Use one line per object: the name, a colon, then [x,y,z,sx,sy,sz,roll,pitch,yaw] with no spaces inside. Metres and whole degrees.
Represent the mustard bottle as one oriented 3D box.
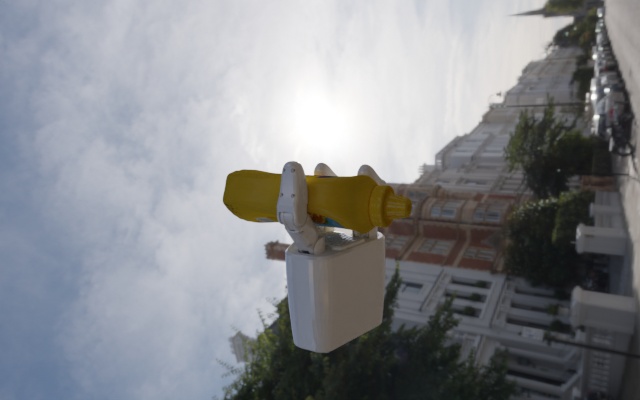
mustard bottle: [0.000,0.001,0.496,0.191,0.058,0.096,5,-10,29]
